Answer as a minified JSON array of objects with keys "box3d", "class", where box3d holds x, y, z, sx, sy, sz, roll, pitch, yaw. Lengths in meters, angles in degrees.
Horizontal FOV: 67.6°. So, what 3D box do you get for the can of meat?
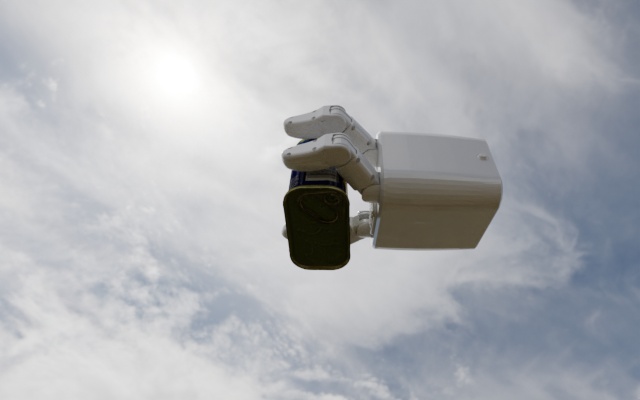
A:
[{"box3d":[0.000,0.001,0.456,0.057,0.102,0.083,0,40,4],"class":"can of meat"}]
